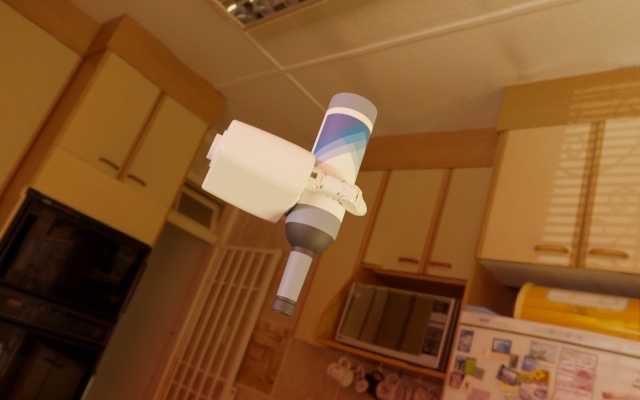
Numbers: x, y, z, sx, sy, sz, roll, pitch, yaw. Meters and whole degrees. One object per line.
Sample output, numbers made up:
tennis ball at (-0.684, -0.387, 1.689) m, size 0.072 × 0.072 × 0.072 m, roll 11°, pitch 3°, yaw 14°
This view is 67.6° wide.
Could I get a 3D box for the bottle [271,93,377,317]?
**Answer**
bottle at (0.000, 0.002, 0.611) m, size 0.069 × 0.295 × 0.069 m, roll 17°, pitch -19°, yaw 6°
